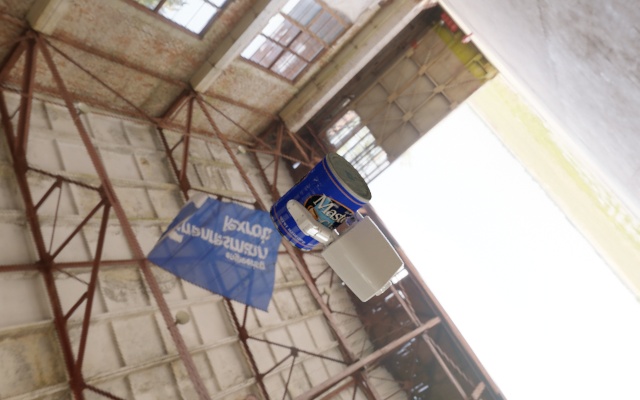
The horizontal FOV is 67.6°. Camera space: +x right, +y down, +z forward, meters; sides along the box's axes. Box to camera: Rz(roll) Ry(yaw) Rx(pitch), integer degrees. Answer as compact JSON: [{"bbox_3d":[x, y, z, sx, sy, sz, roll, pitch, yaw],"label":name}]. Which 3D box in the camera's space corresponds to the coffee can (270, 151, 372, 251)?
[{"bbox_3d":[0.000,0.002,0.793,0.140,0.102,0.103,-41,-17,21],"label":"coffee can"}]
